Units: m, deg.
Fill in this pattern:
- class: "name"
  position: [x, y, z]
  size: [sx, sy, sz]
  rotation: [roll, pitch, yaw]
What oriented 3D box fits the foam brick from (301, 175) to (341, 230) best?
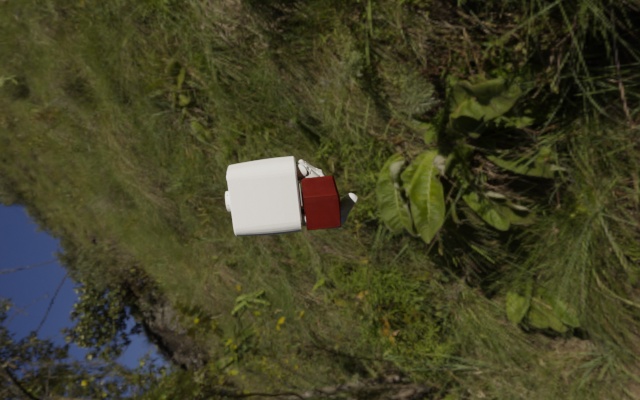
- class: "foam brick"
  position: [0.000, 0.002, 0.706]
  size: [0.051, 0.053, 0.078]
  rotation: [-6, 25, -3]
